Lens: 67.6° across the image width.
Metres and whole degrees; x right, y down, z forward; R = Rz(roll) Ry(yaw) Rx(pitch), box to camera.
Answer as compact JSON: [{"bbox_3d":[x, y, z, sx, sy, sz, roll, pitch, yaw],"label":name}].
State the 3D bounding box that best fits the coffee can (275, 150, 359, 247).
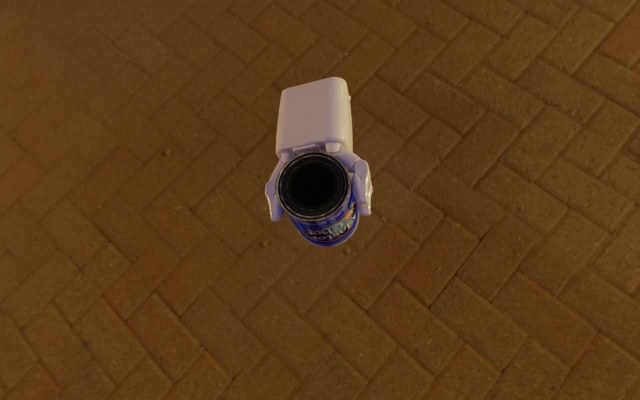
[{"bbox_3d":[0.000,0.003,0.701,0.103,0.102,0.140,0,-19,9],"label":"coffee can"}]
